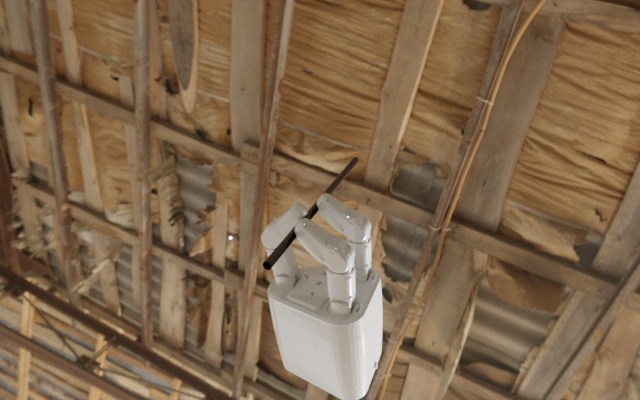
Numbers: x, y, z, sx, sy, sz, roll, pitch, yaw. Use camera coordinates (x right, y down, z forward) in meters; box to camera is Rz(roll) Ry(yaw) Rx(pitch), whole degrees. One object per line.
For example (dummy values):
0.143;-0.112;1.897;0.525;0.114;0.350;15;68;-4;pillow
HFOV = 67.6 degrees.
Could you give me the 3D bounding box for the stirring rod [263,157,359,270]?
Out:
0.000;0.002;0.485;0.011;0.011;0.239;0;25;23;stirring rod
